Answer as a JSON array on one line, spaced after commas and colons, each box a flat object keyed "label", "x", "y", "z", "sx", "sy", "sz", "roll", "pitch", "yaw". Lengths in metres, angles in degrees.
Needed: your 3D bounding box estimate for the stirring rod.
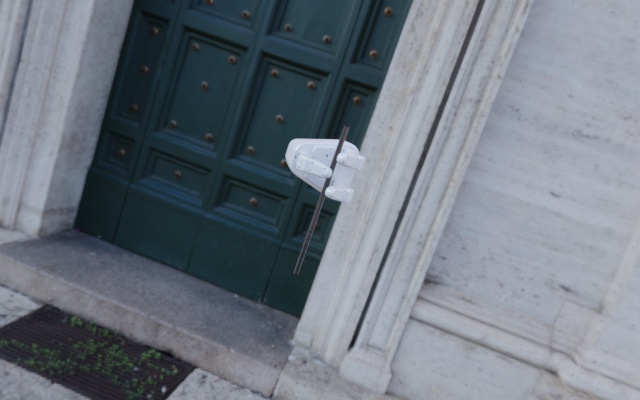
[{"label": "stirring rod", "x": 0.000, "y": 0.002, "z": 0.728, "sx": 0.011, "sy": 0.239, "sz": 0.011, "roll": 19, "pitch": 9, "yaw": -3}]
